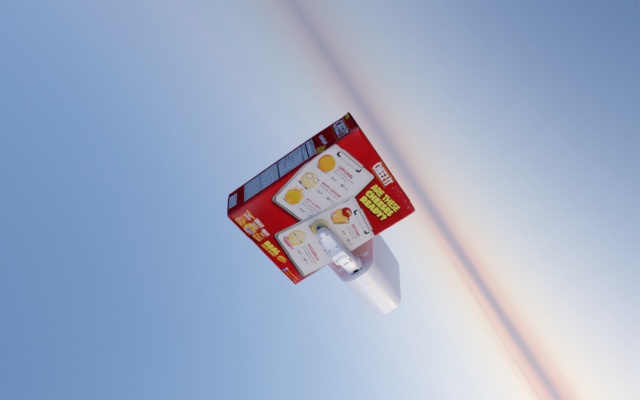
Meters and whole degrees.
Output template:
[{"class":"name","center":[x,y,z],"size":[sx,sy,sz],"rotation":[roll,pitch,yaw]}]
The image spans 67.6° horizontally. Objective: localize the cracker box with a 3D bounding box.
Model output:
[{"class":"cracker box","center":[0.000,0.002,0.685],"size":[0.214,0.164,0.072],"rotation":[-33,31,10]}]
